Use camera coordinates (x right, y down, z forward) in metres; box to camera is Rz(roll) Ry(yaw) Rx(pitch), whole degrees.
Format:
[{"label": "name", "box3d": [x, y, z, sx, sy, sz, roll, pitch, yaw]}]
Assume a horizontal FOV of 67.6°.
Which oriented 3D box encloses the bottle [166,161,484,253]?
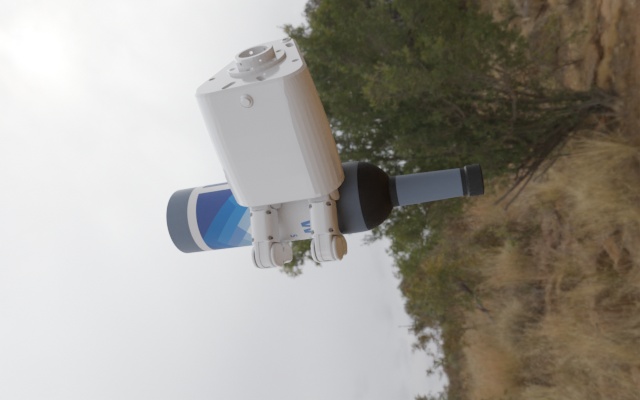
[{"label": "bottle", "box3d": [0.000, 0.002, 0.454, 0.296, 0.069, 0.069, -8, -2, 15]}]
